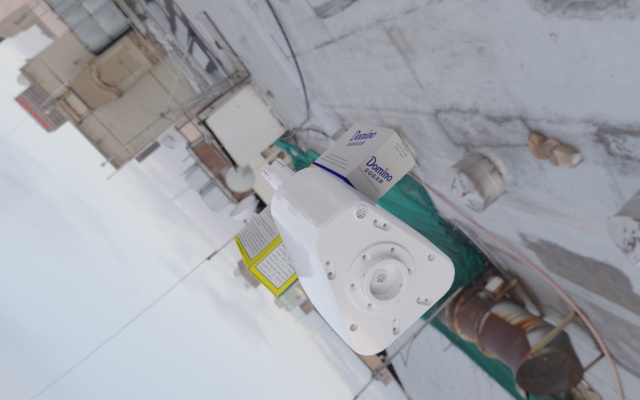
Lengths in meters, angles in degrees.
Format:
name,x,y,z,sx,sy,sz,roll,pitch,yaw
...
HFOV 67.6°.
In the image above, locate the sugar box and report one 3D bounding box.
name,x,y,z,sx,sy,sz,roll,pitch,yaw
sugar box,0.000,0.002,0.454,0.176,0.048,0.093,-41,22,-5
